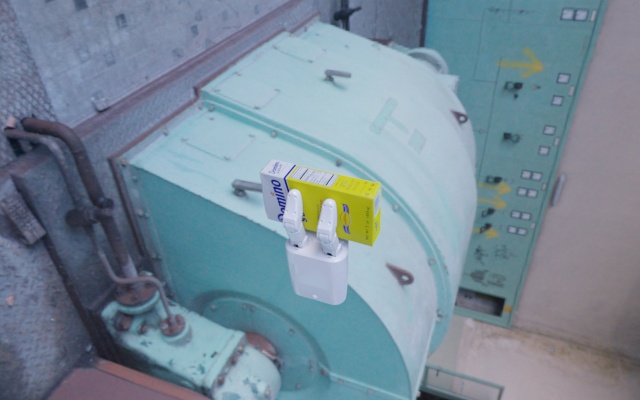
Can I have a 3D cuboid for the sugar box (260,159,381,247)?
[{"bbox_3d":[0.000,0.003,0.702,0.176,0.093,0.048,11,41,19],"label":"sugar box"}]
